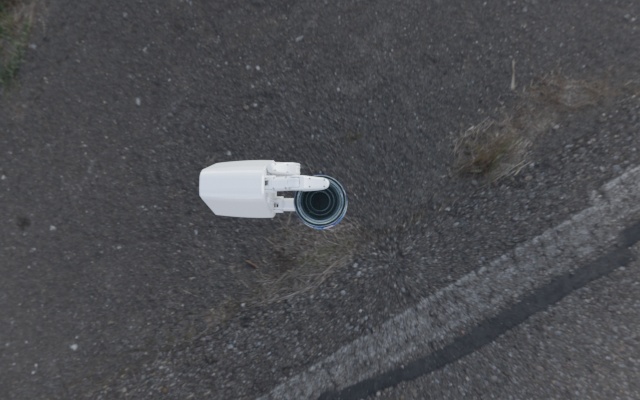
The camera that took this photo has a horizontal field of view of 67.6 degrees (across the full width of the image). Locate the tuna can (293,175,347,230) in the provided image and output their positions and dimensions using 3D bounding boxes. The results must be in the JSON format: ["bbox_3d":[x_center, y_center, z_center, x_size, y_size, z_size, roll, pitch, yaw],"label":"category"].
[{"bbox_3d":[0.000,0.002,0.762,0.086,0.086,0.034,0,-7,3],"label":"tuna can"}]
